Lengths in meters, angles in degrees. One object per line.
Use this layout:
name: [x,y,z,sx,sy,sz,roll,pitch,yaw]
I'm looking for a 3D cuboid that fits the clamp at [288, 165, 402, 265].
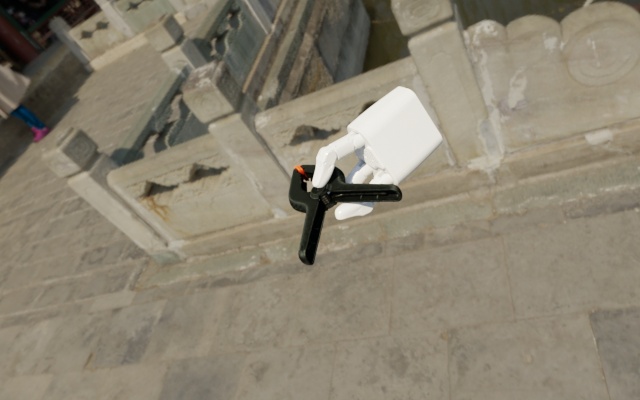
clamp: [0.000,0.001,0.708,0.164,0.036,0.210,-39,36,-11]
